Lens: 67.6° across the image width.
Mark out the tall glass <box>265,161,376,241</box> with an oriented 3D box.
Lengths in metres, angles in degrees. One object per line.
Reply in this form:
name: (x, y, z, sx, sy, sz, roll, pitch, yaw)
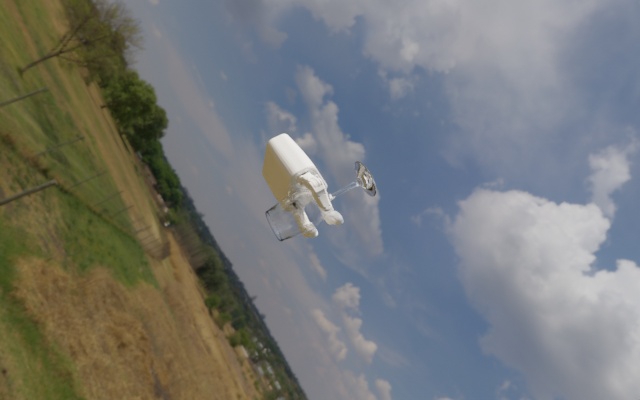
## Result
tall glass: (0.001, 0.003, 0.886, 0.201, 0.079, 0.079, -28, 8, -15)
